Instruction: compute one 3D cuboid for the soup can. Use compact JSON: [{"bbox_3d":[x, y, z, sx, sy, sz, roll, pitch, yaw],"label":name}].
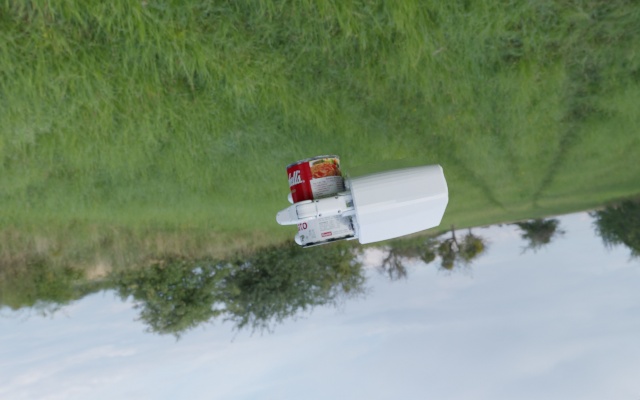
[{"bbox_3d":[0.000,0.002,0.589,0.068,0.102,0.068,-11,-5,-1],"label":"soup can"}]
